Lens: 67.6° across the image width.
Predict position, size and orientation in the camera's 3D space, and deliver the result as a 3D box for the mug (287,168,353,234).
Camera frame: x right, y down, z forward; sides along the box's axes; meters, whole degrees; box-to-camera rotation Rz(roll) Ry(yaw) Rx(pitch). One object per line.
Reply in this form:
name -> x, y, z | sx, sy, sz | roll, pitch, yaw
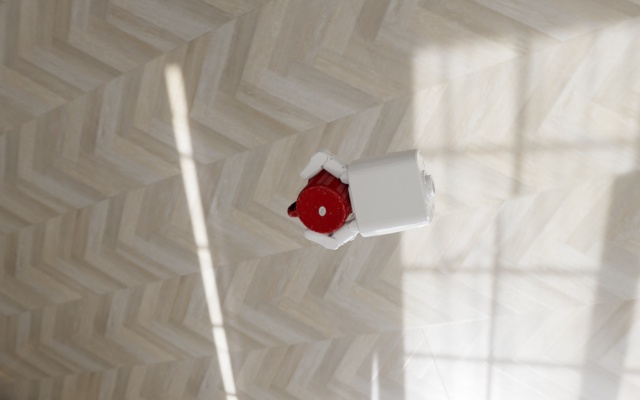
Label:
mug -> -0.001, 0.003, 0.753 | 0.117, 0.093, 0.081 | -12, 18, 22
